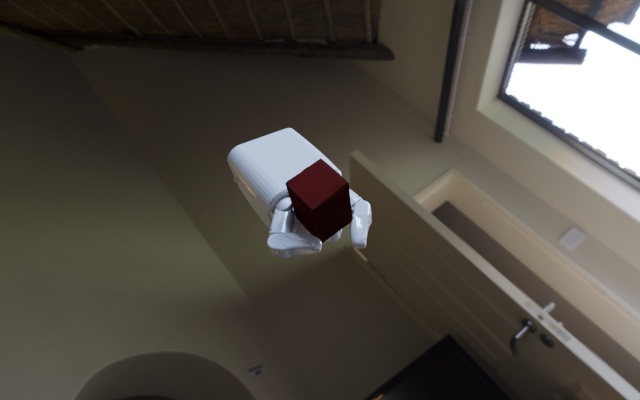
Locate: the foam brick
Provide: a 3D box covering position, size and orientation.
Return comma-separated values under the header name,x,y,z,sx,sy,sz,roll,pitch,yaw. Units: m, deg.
name,x,y,z,sx,sy,sz,roll,pitch,yaw
foam brick,0.000,0.002,0.546,0.053,0.051,0.078,-35,-31,-15
